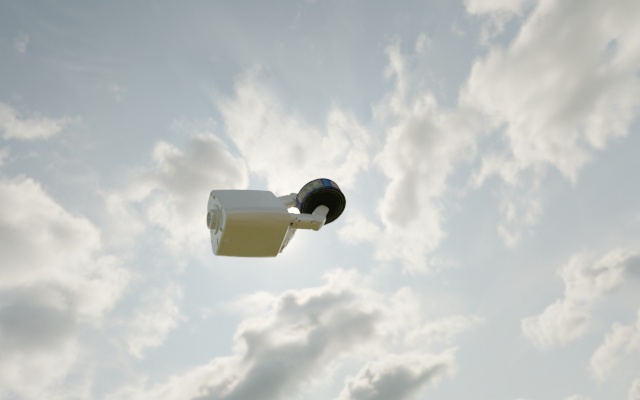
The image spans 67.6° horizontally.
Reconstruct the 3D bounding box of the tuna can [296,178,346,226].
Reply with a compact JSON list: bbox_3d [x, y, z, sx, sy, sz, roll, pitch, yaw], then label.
[{"bbox_3d":[0.000,0.002,0.848,0.086,0.086,0.033,0,36,-23],"label":"tuna can"}]
